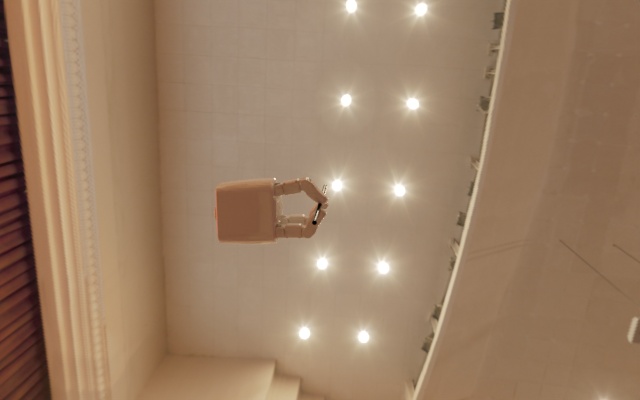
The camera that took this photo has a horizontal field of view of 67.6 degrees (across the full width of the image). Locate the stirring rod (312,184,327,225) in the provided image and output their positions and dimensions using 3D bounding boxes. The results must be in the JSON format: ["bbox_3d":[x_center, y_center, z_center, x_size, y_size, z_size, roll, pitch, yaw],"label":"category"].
[{"bbox_3d":[0.000,0.003,0.871,0.011,0.011,0.239,0,16,5],"label":"stirring rod"}]
